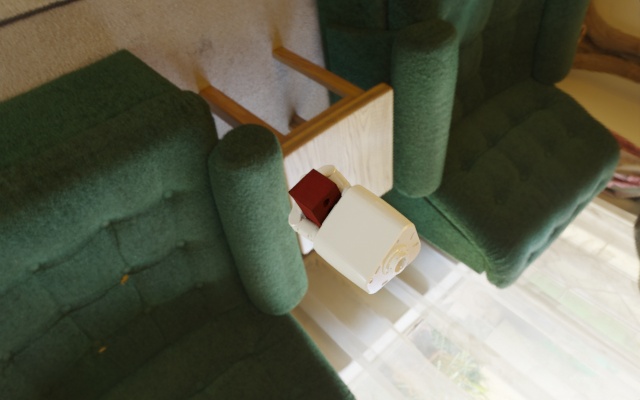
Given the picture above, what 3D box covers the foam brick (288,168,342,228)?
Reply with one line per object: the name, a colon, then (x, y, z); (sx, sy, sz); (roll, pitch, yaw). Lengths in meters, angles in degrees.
foam brick: (0.000, 0.002, 0.691); (0.051, 0.053, 0.078); (37, -12, 35)
